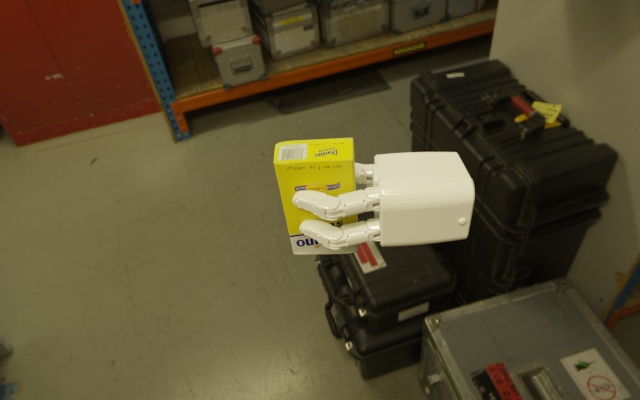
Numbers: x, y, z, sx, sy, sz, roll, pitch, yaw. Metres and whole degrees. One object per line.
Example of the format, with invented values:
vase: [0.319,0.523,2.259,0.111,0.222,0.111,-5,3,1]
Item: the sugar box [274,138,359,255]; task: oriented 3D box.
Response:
sugar box: [0.000,0.002,0.608,0.093,0.048,0.176,-2,-45,6]
